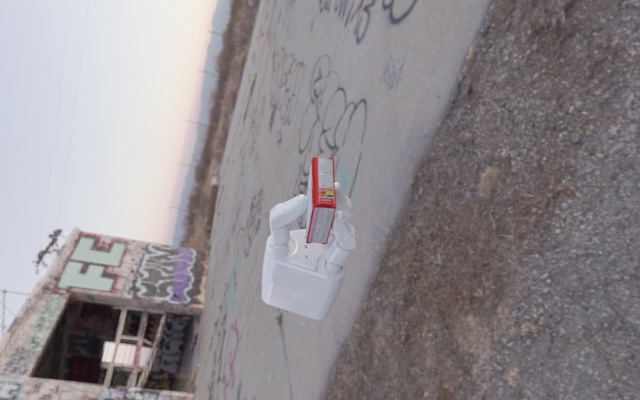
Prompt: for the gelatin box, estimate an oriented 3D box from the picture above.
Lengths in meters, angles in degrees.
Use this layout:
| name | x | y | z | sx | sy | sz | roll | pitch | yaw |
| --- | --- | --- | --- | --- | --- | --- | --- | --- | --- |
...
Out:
| name | x | y | z | sx | sy | sz | roll | pitch | yaw |
| --- | --- | --- | --- | --- | --- | --- | --- | --- | --- |
| gelatin box | 0.000 | 0.002 | 0.591 | 0.030 | 0.073 | 0.089 | 3 | -35 | -5 |
